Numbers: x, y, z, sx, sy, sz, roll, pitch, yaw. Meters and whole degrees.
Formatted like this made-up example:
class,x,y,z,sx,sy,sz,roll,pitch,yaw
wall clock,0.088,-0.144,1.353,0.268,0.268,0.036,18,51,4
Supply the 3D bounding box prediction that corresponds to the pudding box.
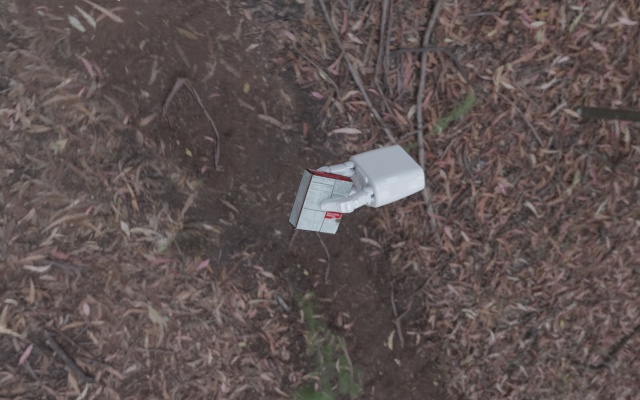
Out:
class,x,y,z,sx,sy,sz,roll,pitch,yaw
pudding box,0.000,0.003,0.879,0.090,0.113,0.039,10,16,-28
